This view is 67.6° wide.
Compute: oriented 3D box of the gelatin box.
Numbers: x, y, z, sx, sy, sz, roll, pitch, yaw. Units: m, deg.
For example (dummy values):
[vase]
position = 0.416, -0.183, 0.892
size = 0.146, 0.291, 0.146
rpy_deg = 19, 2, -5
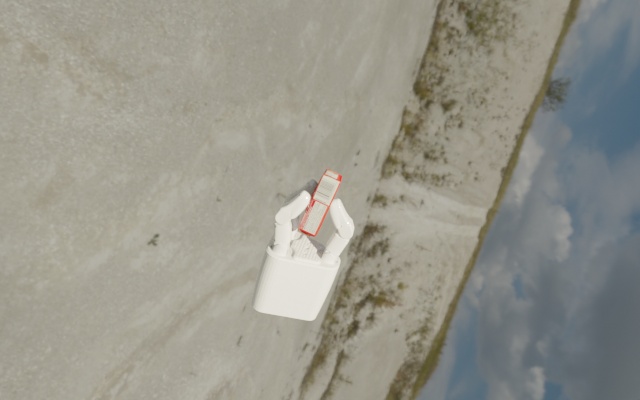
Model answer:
[gelatin box]
position = 0.001, 0.002, 0.688
size = 0.030, 0.089, 0.073
rpy_deg = 25, 11, 1
